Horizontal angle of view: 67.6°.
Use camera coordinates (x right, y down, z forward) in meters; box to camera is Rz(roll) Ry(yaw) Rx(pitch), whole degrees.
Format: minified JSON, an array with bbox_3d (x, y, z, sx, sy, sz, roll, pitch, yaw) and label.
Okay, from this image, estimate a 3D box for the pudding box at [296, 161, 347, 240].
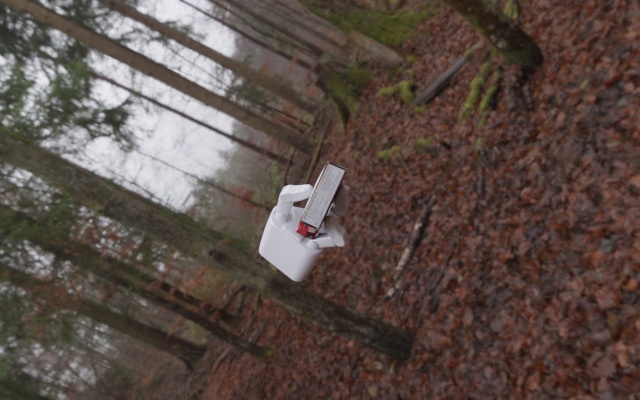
[{"bbox_3d":[0.000,0.003,0.786,0.039,0.113,0.090,24,-16,-2],"label":"pudding box"}]
